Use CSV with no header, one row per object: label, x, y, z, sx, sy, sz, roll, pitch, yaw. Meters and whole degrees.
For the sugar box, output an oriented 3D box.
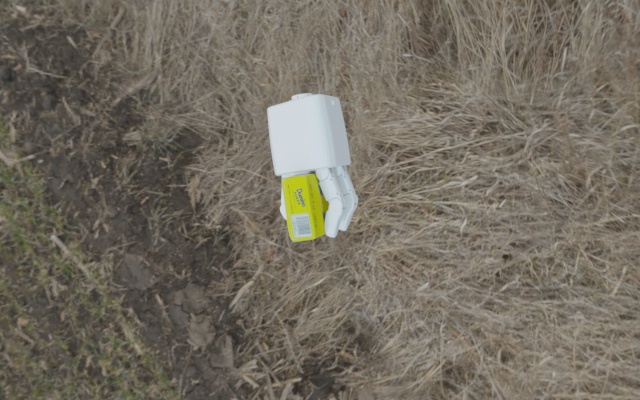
sugar box,0.001,0.002,0.748,0.048,0.093,0.176,-6,5,24
